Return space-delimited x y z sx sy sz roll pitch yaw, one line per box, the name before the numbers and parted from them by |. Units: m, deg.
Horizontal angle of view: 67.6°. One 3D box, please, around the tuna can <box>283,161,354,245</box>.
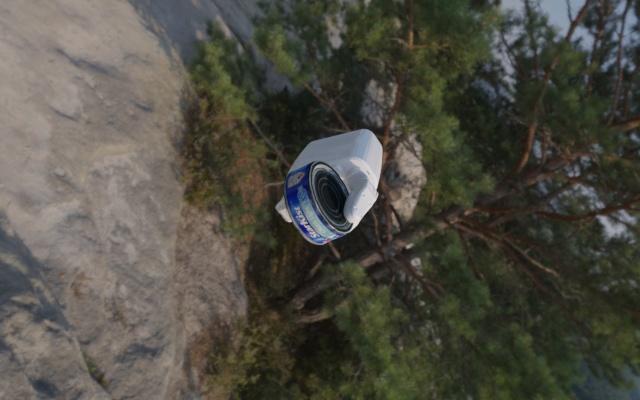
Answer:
tuna can | 0.001 0.001 0.508 0.034 0.086 0.086 -24 -12 28
